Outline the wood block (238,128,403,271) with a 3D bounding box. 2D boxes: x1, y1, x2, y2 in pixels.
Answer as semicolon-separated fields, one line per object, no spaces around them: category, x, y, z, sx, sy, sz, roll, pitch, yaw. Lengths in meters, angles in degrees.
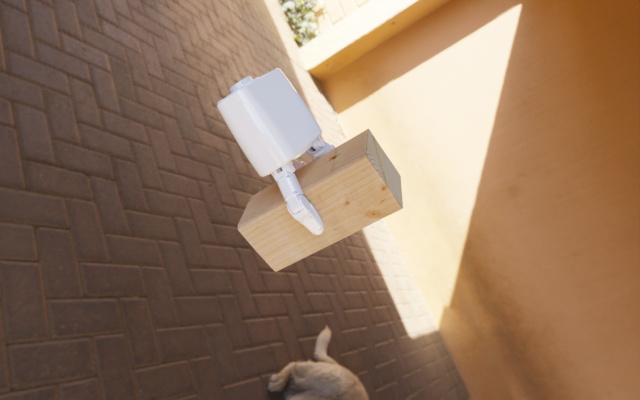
wood block;0.000;0.002;0.657;0.206;0.090;0.090;-29;23;22
